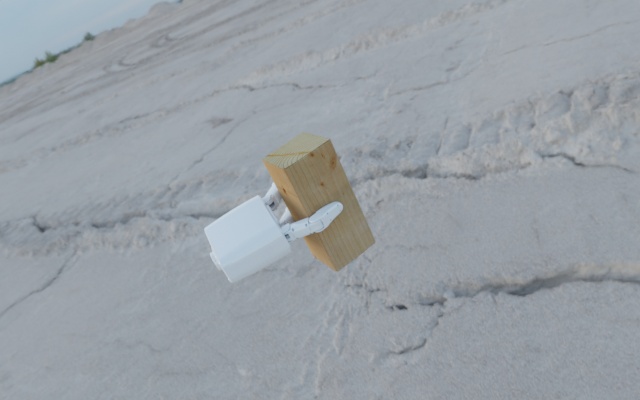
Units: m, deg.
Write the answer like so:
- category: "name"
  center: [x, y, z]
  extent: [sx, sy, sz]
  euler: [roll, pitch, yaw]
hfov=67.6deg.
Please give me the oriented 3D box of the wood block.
- category: "wood block"
  center: [0.000, 0.003, 0.790]
  extent: [0.090, 0.206, 0.091]
  euler: [-35, 28, -17]
